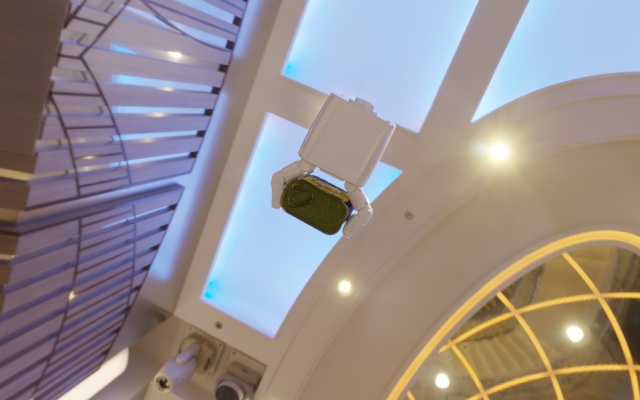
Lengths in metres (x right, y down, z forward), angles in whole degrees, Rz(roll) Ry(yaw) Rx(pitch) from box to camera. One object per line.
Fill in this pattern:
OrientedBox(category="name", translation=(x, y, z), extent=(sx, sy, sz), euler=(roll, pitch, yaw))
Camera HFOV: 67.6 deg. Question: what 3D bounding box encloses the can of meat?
OrientedBox(category="can of meat", translation=(0.000, 0.002, 0.740), extent=(0.102, 0.057, 0.084), euler=(28, 16, 9))
